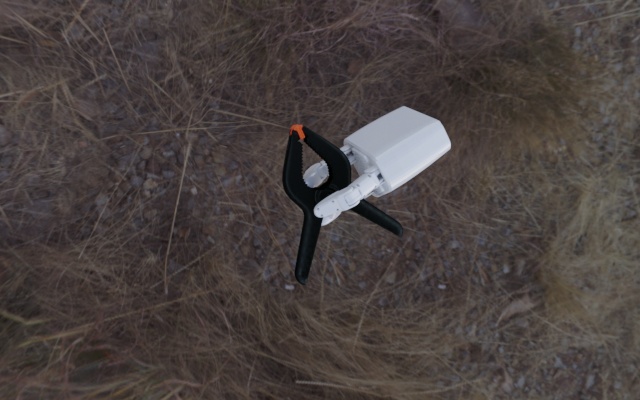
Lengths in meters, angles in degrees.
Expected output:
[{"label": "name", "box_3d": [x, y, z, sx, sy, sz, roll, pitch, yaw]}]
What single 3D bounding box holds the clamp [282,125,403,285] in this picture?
[{"label": "clamp", "box_3d": [0.000, 0.002, 0.639, 0.164, 0.210, 0.036, -32, 15, -8]}]
